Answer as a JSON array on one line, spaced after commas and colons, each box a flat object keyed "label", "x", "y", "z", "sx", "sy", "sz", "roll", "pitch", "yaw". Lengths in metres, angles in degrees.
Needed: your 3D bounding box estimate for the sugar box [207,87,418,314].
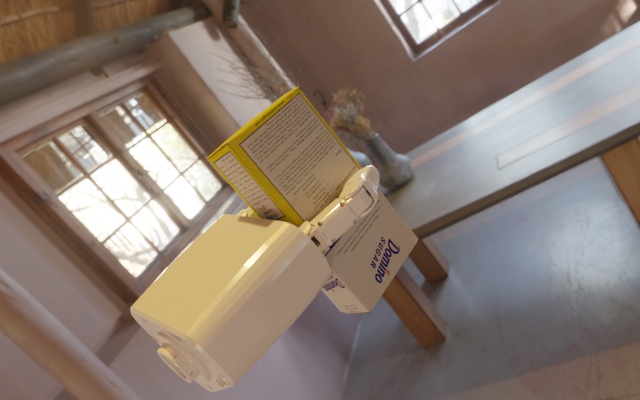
[{"label": "sugar box", "x": 0.000, "y": 0.001, "z": 0.403, "sx": 0.048, "sy": 0.176, "sz": 0.093, "roll": -18, "pitch": 24, "yaw": 52}]
